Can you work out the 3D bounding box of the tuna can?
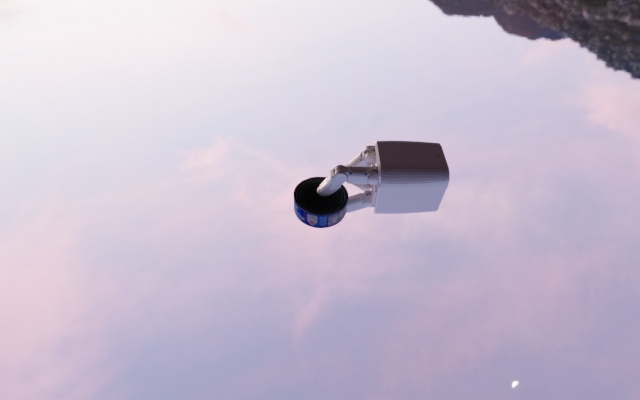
[{"bbox_3d":[0.000,0.003,0.752,0.086,0.034,0.086,2,44,-2],"label":"tuna can"}]
